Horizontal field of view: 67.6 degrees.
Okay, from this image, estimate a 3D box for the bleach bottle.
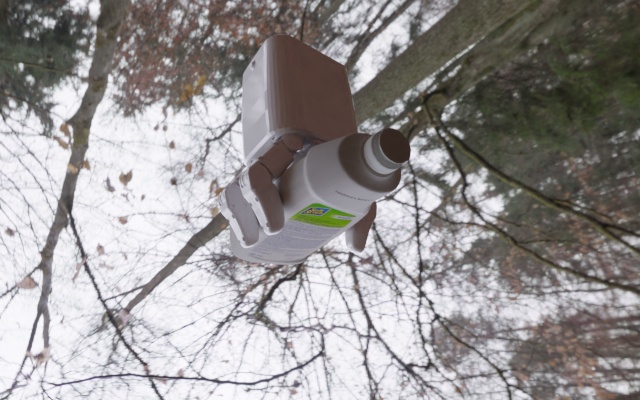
[{"bbox_3d":[0.000,0.002,0.449,0.102,0.068,0.251,6,-22,-29],"label":"bleach bottle"}]
